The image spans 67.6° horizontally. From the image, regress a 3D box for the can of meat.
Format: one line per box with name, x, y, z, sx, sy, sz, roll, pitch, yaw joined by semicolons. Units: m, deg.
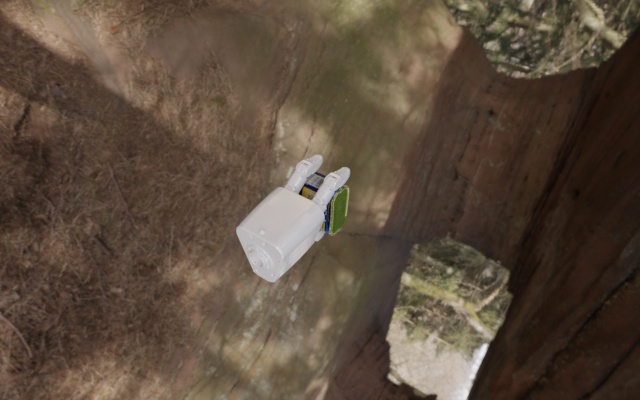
can of meat;0.000;0.003;0.834;0.084;0.102;0.057;26;46;24
